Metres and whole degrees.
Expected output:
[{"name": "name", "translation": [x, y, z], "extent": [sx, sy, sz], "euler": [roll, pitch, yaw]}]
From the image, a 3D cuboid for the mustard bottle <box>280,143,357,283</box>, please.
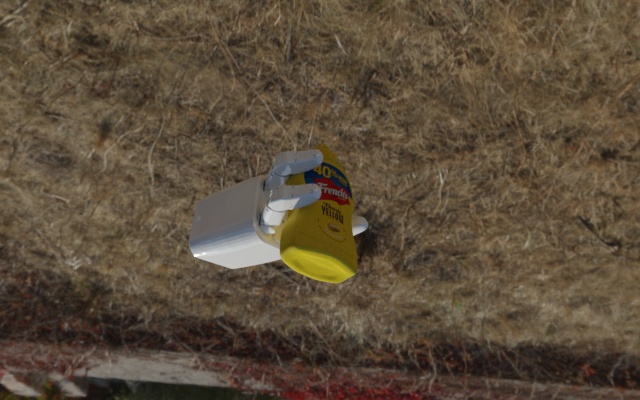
[{"name": "mustard bottle", "translation": [0.000, 0.002, 0.600], "extent": [0.096, 0.191, 0.058], "euler": [26, -45, -28]}]
